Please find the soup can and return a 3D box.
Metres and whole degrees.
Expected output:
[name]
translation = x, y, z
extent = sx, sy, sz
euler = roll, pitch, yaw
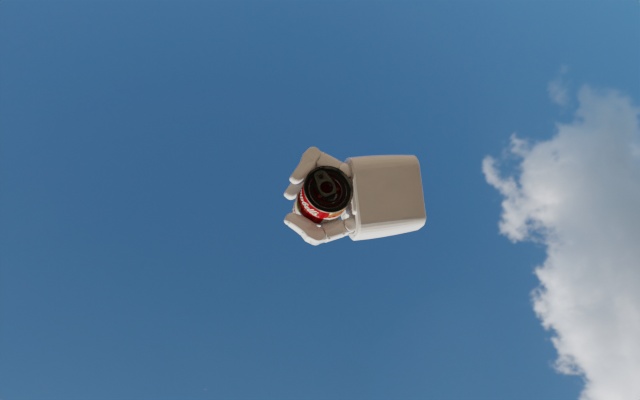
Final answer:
[soup can]
translation = 0.000, 0.002, 0.675
extent = 0.068, 0.068, 0.102
euler = 0, -21, -13
